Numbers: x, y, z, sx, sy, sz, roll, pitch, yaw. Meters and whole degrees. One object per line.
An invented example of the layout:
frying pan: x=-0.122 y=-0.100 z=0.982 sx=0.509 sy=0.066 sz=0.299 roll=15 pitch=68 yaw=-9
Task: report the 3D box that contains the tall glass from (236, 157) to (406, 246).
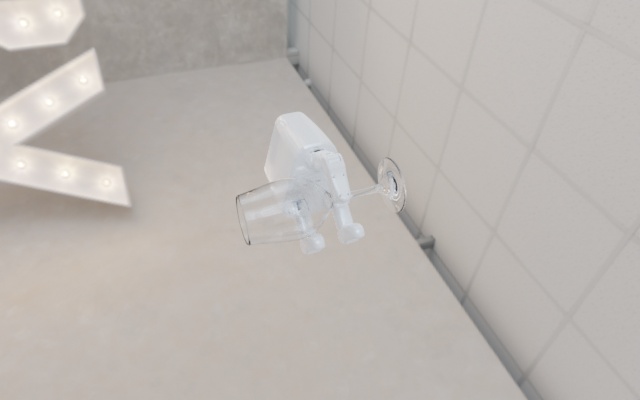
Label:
tall glass: x=0.001 y=0.002 z=0.593 sx=0.201 sy=0.079 sz=0.079 roll=-13 pitch=4 yaw=-17
